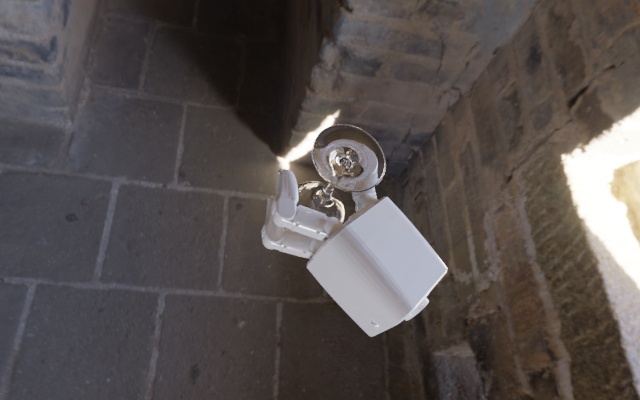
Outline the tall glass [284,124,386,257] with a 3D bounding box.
[{"bbox_3d":[0.000,0.001,0.536,0.079,0.079,0.201,0,-25,-18],"label":"tall glass"}]
